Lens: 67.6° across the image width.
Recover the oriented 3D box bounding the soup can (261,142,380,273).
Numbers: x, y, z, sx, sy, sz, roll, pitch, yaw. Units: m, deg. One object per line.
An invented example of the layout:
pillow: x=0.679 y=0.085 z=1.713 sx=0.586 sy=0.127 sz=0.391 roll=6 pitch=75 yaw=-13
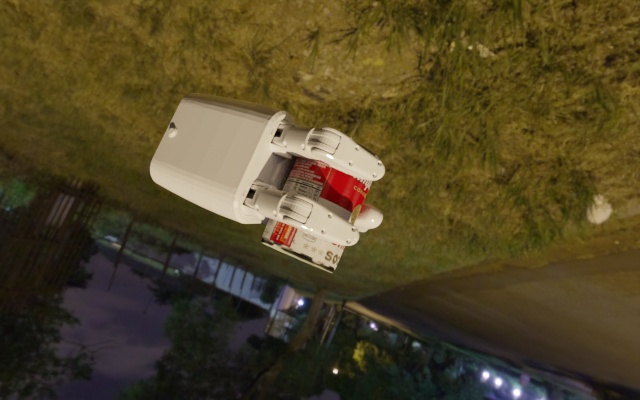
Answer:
soup can: x=0.000 y=0.002 z=0.402 sx=0.068 sy=0.102 sz=0.068 roll=23 pitch=-8 yaw=4
